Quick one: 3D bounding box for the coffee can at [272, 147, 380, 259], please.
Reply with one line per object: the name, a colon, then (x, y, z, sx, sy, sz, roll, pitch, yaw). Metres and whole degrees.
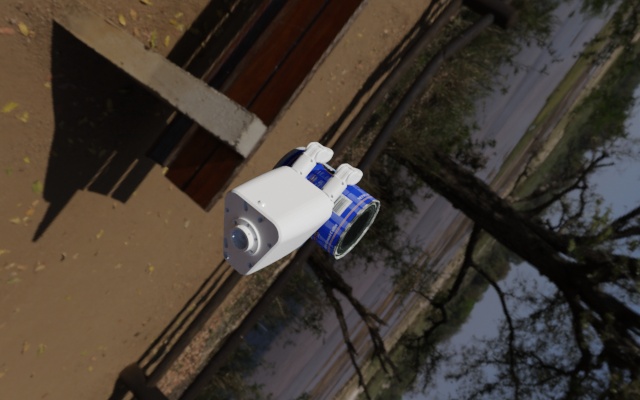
coffee can: (0.000, 0.002, 0.695, 0.140, 0.103, 0.103, 37, 13, 18)
